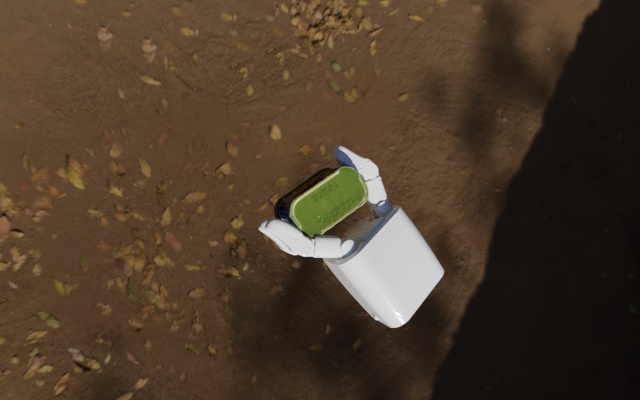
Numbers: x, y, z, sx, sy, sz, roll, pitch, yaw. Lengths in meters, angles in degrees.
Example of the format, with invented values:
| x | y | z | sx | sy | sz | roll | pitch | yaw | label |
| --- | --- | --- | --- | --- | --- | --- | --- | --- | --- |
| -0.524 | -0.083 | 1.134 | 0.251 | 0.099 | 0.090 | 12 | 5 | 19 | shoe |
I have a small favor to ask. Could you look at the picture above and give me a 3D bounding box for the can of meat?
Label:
| x | y | z | sx | sy | sz | roll | pitch | yaw | label |
| --- | --- | --- | --- | --- | --- | --- | --- | --- | --- |
| 0.000 | 0.002 | 0.579 | 0.102 | 0.057 | 0.084 | -36 | 9 | -13 | can of meat |
